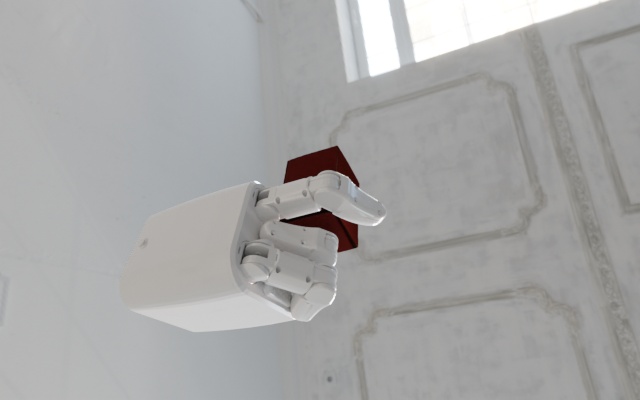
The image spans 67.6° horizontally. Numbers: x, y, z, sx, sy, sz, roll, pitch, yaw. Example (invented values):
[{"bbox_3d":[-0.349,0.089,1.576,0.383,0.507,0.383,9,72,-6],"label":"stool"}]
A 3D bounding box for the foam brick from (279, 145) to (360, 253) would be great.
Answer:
[{"bbox_3d":[0.000,0.001,0.407,0.051,0.078,0.053,-15,-49,20],"label":"foam brick"}]
